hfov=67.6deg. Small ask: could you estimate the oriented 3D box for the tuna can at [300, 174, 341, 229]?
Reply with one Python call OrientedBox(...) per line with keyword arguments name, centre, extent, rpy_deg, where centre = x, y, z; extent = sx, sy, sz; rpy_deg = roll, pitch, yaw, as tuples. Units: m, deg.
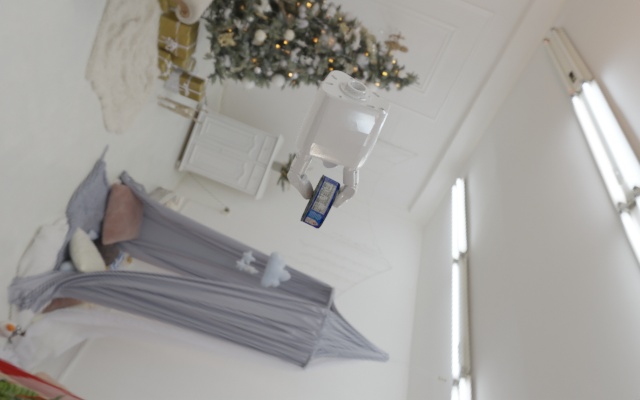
OrientedBox(name="tuna can", centre=(0.001, 0.003, 0.785), extent=(0.034, 0.086, 0.086), rpy_deg=(26, -2, -4))
